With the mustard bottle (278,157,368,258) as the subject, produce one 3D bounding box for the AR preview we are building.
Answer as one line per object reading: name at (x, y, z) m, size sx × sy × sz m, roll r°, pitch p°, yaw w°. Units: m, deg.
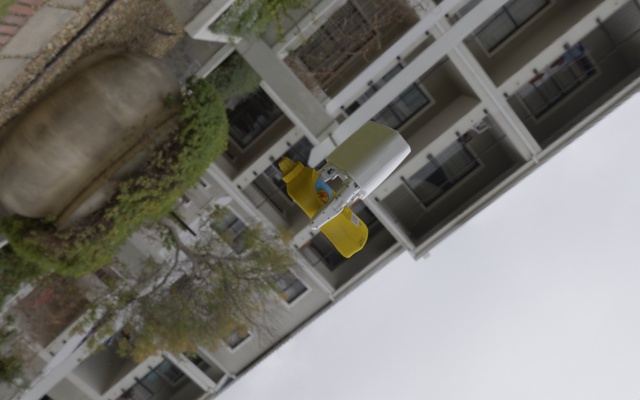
mustard bottle at (0.000, 0.003, 0.802) m, size 0.058 × 0.192 × 0.096 m, roll -37°, pitch 14°, yaw 20°
